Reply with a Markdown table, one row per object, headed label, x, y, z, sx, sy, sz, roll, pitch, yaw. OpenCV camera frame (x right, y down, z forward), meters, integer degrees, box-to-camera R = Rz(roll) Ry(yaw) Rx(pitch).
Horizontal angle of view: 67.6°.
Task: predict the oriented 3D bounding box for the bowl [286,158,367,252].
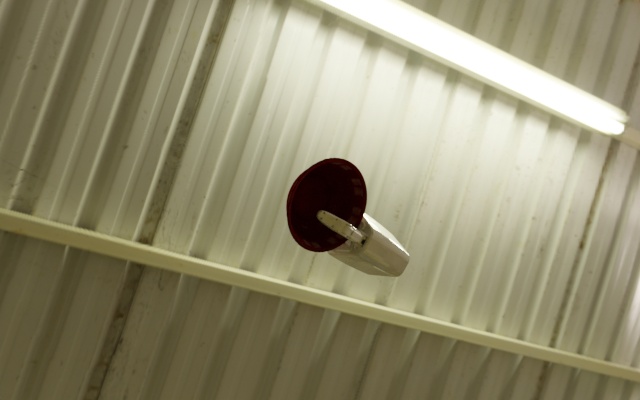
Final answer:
| label | x | y | z | sx | sy | sz | roll | pitch | yaw |
| --- | --- | --- | --- | --- | --- | --- | --- | --- | --- |
| bowl | -0.001 | 0.002 | 0.803 | 0.162 | 0.162 | 0.055 | 0 | 16 | -36 |
